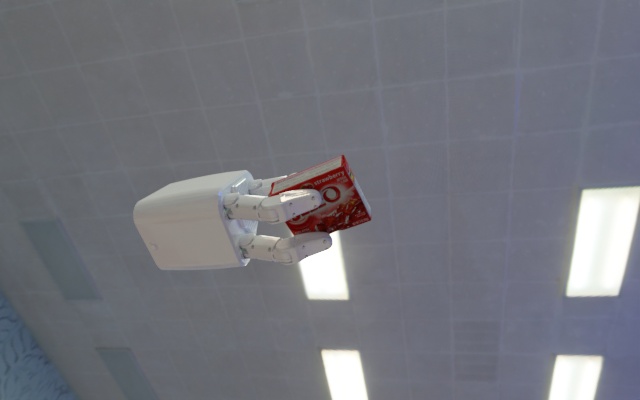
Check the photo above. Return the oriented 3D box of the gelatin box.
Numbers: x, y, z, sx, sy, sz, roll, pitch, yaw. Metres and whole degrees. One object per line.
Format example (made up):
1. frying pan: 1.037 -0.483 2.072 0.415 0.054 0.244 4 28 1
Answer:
1. gelatin box: 0.000 0.001 0.510 0.089 0.073 0.030 -21 29 16
